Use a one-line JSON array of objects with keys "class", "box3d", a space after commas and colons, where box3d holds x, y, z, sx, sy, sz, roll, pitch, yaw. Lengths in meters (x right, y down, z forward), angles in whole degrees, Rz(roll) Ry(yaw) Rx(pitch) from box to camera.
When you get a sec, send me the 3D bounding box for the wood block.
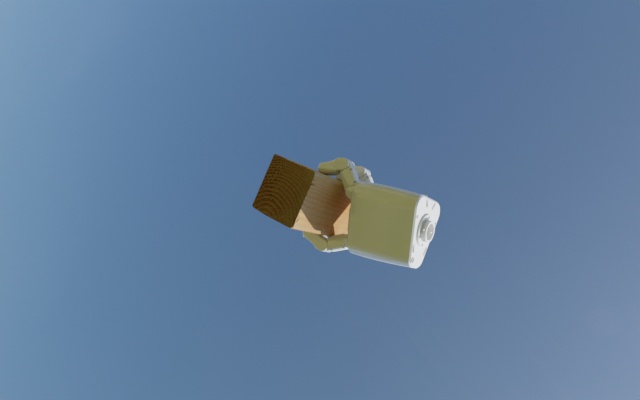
[{"class": "wood block", "box3d": [0.000, 0.003, 0.782, 0.090, 0.091, 0.206, 26, 4, 35]}]
